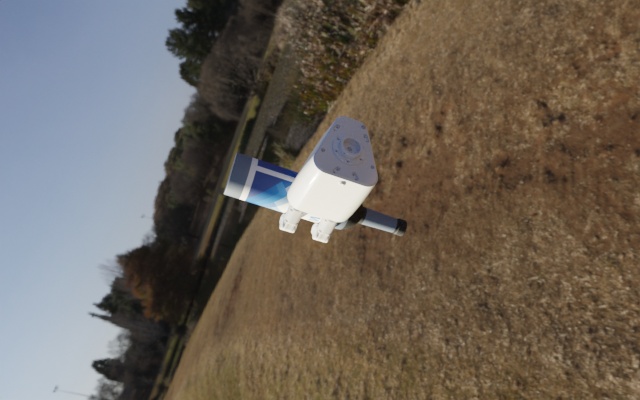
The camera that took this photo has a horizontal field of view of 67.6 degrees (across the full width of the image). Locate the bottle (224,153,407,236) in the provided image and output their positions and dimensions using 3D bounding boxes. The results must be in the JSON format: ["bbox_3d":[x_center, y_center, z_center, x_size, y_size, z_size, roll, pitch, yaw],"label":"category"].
[{"bbox_3d":[0.000,0.002,0.754,0.296,0.069,0.069,18,-4,-13],"label":"bottle"}]
